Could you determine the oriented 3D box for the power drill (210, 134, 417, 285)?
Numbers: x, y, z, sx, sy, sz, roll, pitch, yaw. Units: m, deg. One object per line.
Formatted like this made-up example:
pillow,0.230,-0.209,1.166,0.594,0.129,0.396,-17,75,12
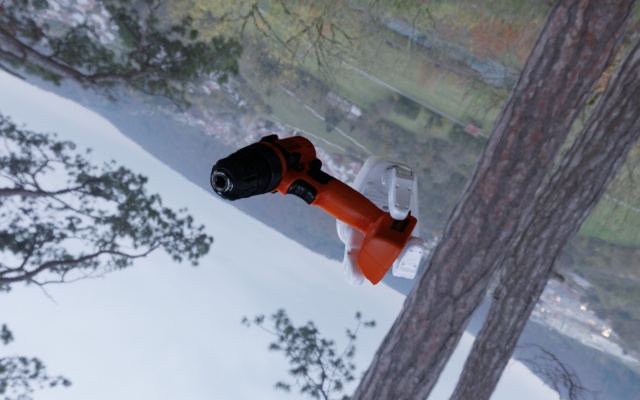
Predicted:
power drill,0.001,0.002,0.484,0.187,0.057,0.184,37,25,9
